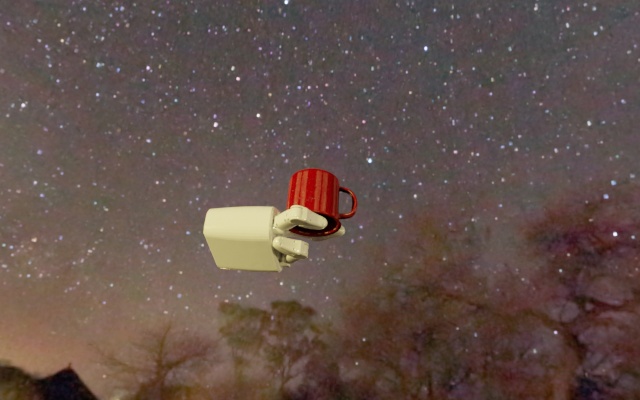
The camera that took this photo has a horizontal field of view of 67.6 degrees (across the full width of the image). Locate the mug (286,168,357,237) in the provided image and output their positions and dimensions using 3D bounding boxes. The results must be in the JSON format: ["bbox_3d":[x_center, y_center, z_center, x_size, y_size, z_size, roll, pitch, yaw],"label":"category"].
[{"bbox_3d":[0.002,0.002,0.760,0.117,0.081,0.093,0,-29,7],"label":"mug"}]
